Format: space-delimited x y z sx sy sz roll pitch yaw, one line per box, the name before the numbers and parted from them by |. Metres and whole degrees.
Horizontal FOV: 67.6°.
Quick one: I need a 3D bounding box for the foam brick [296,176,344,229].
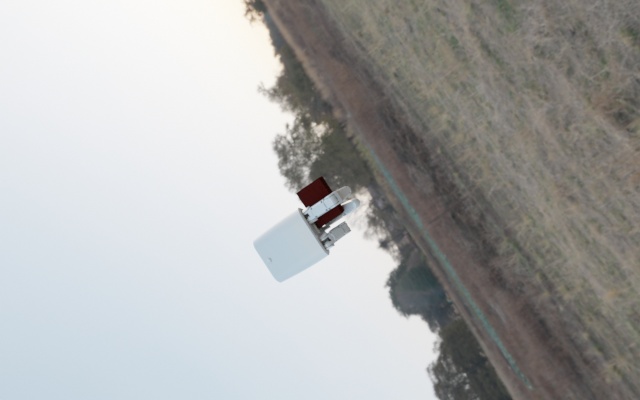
foam brick | 0.000 0.003 0.861 0.051 0.078 0.053 -33 -1 9
